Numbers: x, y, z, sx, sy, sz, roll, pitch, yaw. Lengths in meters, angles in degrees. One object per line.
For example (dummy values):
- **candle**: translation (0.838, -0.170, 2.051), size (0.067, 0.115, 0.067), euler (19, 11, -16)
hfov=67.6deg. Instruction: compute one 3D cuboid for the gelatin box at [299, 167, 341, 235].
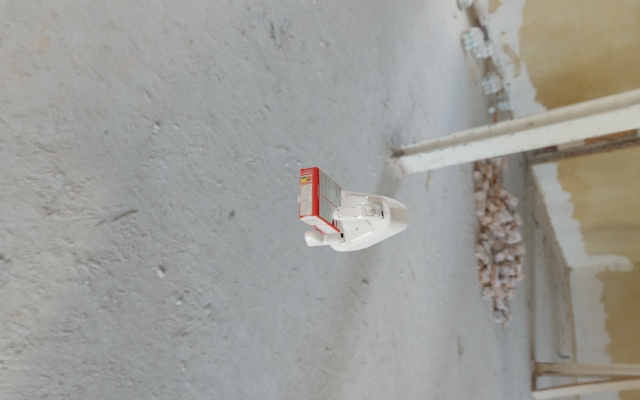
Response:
- **gelatin box**: translation (0.000, 0.002, 0.681), size (0.030, 0.073, 0.089), euler (-8, -21, 23)
